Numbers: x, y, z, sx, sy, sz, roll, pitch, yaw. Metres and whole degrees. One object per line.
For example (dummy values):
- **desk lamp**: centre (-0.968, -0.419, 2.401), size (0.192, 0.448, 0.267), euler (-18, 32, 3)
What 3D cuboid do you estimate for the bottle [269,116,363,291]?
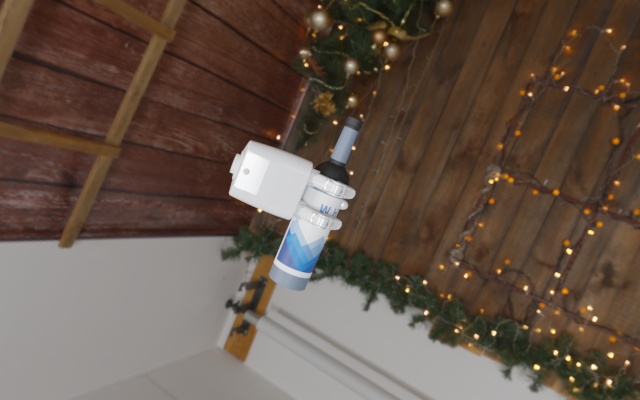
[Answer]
- **bottle**: centre (0.000, 0.003, 0.790), size (0.069, 0.296, 0.069), euler (23, 7, -3)
